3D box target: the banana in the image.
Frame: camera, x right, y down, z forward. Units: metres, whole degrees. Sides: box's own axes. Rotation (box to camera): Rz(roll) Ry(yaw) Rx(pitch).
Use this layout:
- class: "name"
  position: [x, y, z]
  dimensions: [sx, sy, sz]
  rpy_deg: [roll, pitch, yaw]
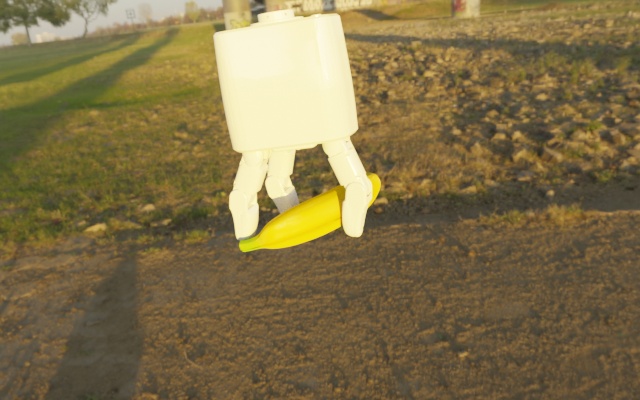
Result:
- class: "banana"
  position: [0.010, 0.005, 0.504]
  dimensions: [0.197, 0.037, 0.069]
  rpy_deg: [-25, 21, -36]
